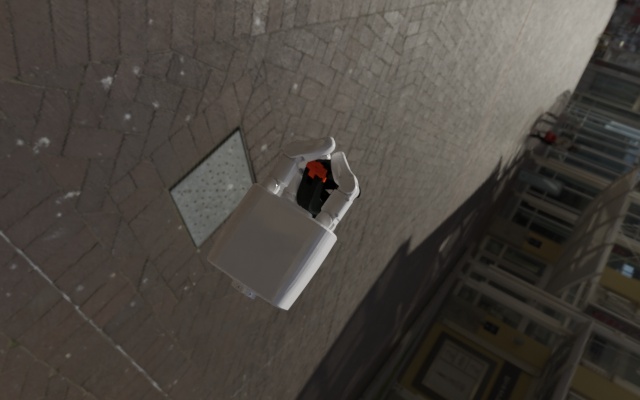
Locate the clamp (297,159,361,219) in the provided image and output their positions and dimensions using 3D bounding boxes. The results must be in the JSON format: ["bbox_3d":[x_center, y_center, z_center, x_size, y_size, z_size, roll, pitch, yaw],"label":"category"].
[{"bbox_3d":[0.001,0.002,0.647,0.039,0.120,0.171,32,-7,24],"label":"clamp"}]
